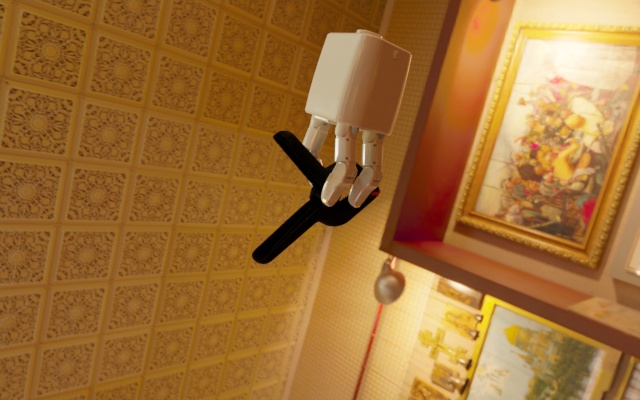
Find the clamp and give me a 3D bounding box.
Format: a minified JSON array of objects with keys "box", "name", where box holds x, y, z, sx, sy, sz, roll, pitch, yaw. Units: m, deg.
[{"box":[0.000,0.002,0.623,0.036,0.164,0.210,29,17,39],"name":"clamp"}]
